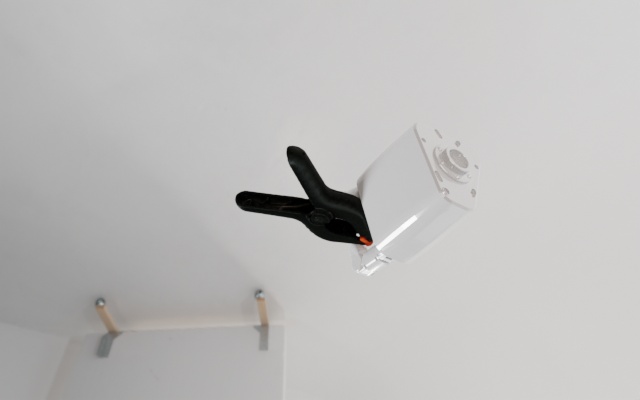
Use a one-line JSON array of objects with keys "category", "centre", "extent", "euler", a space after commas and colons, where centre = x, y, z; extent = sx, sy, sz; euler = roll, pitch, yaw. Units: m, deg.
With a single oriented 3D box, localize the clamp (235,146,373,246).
[{"category": "clamp", "centre": [0.000, 0.002, 0.547], "extent": [0.171, 0.039, 0.120], "euler": [21, -34, -21]}]
